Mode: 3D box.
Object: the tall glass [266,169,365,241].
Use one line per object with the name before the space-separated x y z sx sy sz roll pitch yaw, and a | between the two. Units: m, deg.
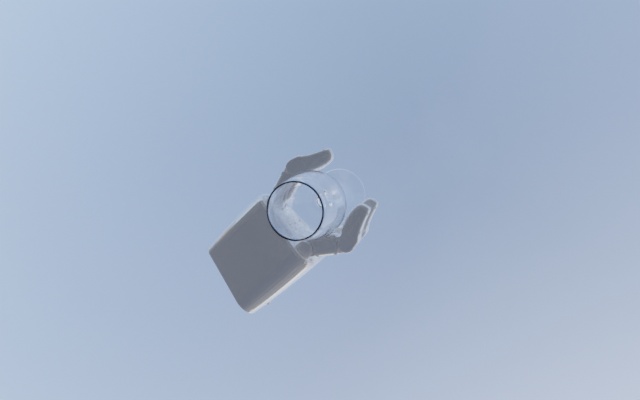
tall glass | 0.000 0.002 0.575 0.079 0.079 0.201 0 5 15
